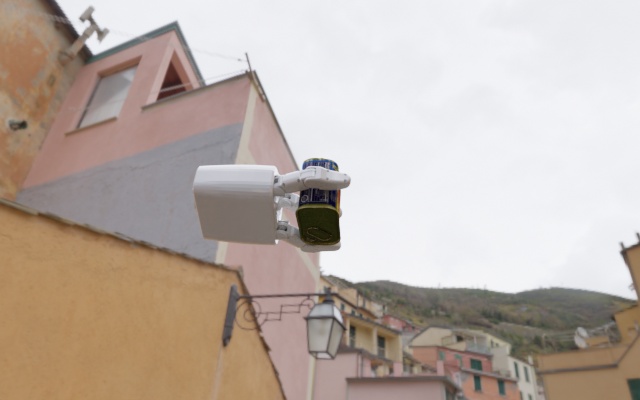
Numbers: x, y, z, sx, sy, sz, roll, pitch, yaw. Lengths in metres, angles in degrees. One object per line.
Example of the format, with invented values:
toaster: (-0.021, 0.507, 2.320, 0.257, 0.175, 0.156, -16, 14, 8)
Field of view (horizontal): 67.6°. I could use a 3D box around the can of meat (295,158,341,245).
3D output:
can of meat: (0.000, 0.002, 0.667, 0.057, 0.084, 0.102, 0, -33, 5)
